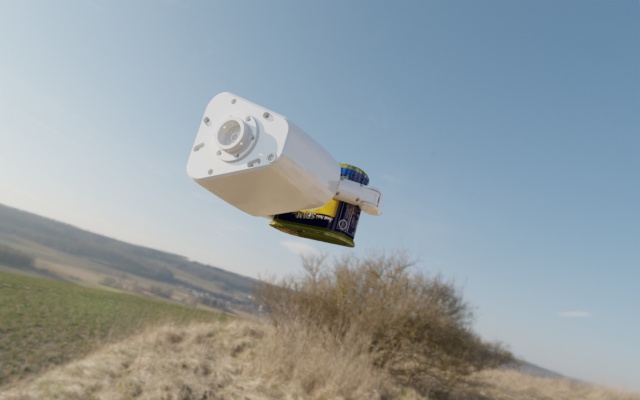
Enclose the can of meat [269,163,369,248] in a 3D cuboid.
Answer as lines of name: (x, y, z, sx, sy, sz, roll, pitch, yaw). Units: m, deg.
can of meat: (0.000, 0.002, 0.556, 0.102, 0.084, 0.057, 9, -14, 32)
